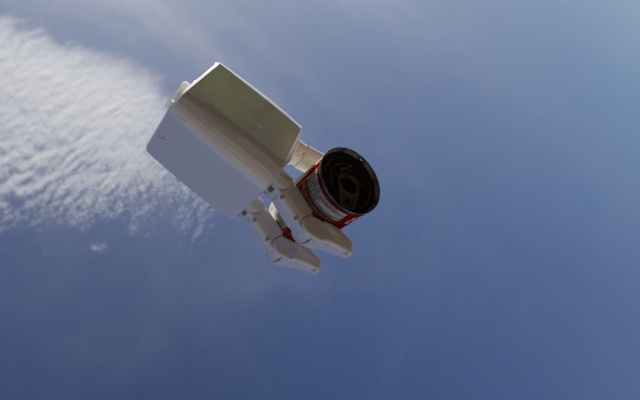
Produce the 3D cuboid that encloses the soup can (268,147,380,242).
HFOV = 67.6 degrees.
[{"bbox_3d":[0.000,0.002,0.471,0.068,0.068,0.102,0,-24,-37],"label":"soup can"}]
